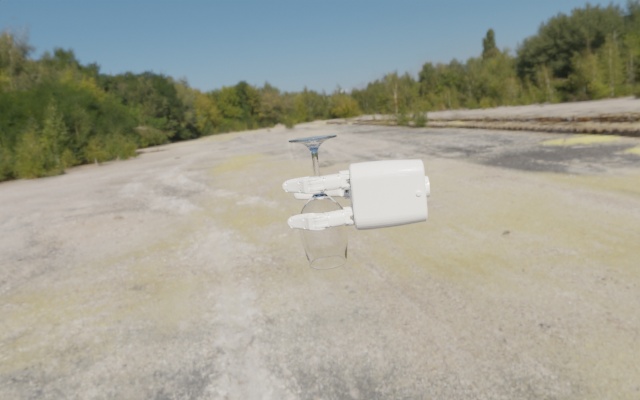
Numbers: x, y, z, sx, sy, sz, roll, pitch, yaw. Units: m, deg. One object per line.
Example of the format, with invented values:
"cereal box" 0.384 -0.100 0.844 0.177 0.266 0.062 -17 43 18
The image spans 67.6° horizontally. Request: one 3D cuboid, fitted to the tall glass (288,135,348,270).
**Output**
"tall glass" 0.000 0.002 0.742 0.079 0.201 0.079 -6 11 1
